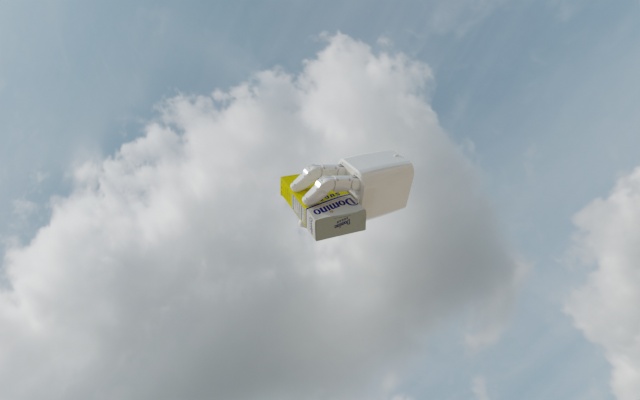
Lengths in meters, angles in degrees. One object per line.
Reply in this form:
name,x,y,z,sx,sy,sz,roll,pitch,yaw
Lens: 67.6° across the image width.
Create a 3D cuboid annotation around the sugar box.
sugar box,0.000,0.002,0.835,0.093,0.048,0.176,-11,27,-21
